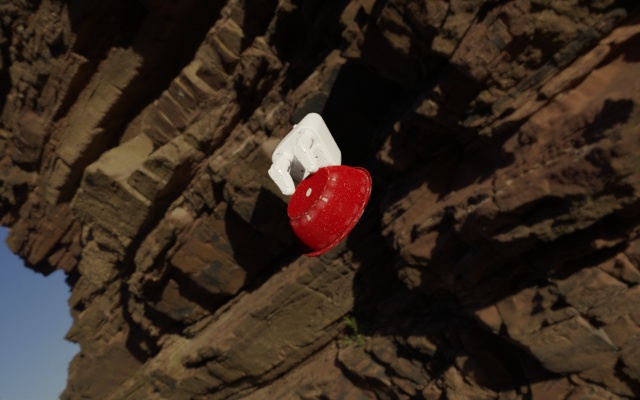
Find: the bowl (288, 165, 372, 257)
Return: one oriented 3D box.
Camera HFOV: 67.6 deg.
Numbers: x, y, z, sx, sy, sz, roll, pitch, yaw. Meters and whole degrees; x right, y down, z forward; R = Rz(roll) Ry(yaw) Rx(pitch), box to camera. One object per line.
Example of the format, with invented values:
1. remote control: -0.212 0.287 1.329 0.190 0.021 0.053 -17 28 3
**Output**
1. bowl: 0.000 0.003 0.720 0.055 0.162 0.162 37 -18 -26
